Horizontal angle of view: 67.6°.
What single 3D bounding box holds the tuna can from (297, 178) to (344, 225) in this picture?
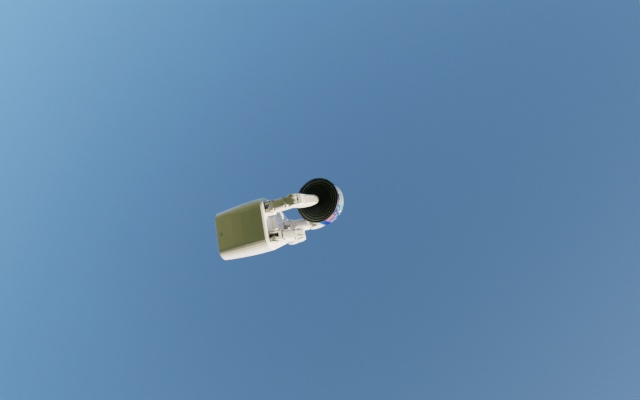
[{"bbox_3d":[0.000,0.003,0.897,0.086,0.086,0.034,0,-12,26],"label":"tuna can"}]
